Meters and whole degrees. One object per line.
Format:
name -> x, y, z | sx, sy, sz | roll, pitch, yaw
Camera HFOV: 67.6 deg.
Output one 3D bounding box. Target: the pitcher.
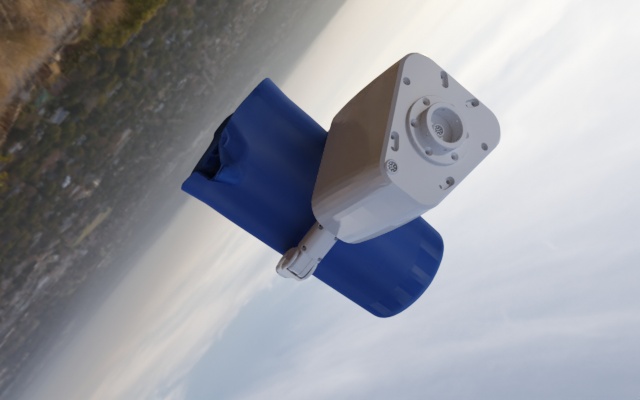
pitcher -> 0.000, 0.002, 0.479 | 0.243, 0.149, 0.145 | 38, -26, -10
